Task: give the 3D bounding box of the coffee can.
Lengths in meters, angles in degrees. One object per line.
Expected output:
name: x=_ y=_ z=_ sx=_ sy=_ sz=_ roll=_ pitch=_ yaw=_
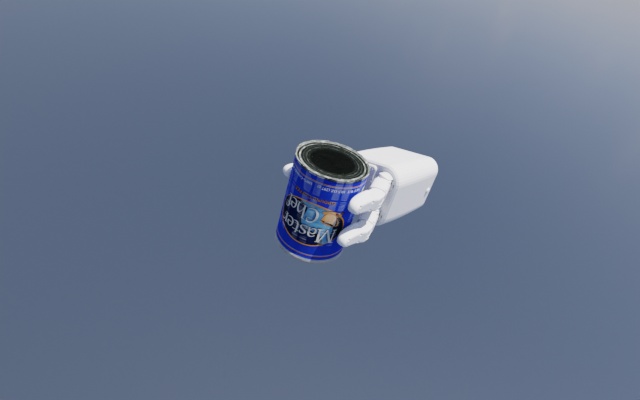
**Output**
coffee can: x=0.000 y=0.002 z=0.663 sx=0.103 sy=0.140 sz=0.102 roll=12 pitch=33 yaw=-8
